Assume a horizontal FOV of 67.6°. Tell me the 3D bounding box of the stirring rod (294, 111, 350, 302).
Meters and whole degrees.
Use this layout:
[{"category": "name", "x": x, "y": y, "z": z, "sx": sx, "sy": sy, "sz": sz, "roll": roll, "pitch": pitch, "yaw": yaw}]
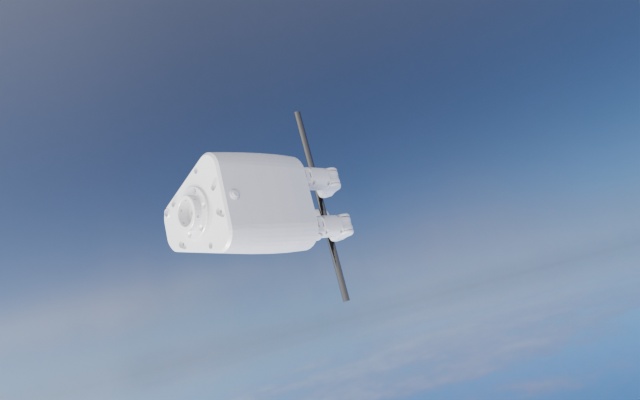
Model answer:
[{"category": "stirring rod", "x": 0.000, "y": 0.002, "z": 0.573, "sx": 0.011, "sy": 0.239, "sz": 0.011, "roll": -14, "pitch": -14, "yaw": -4}]
